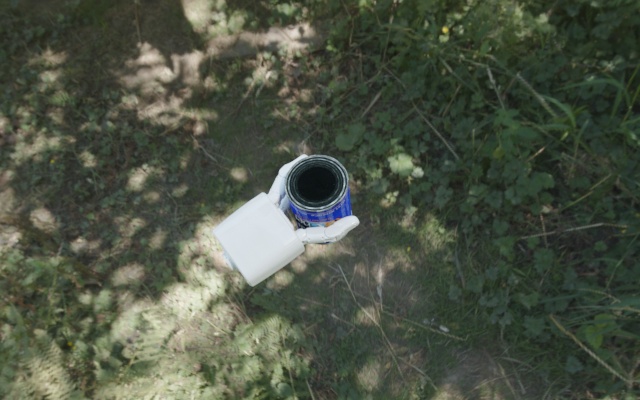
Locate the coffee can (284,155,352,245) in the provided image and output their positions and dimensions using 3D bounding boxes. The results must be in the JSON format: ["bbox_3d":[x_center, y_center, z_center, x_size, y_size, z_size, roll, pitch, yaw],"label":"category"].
[{"bbox_3d":[0.000,0.003,0.810,0.103,0.102,0.140,0,-27,6],"label":"coffee can"}]
